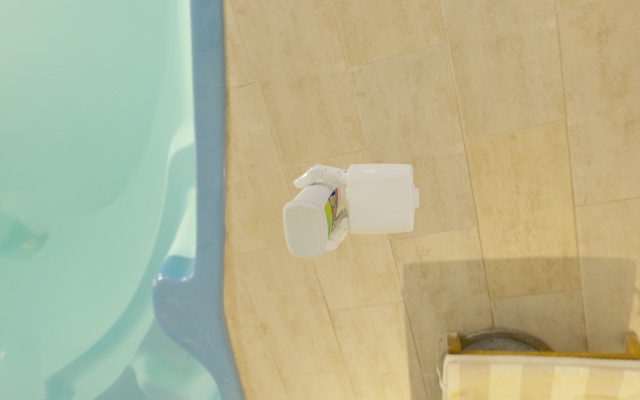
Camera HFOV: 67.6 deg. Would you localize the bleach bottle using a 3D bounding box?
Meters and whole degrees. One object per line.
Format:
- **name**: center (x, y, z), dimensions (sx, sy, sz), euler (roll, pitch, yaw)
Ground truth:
- **bleach bottle**: center (0.000, 0.003, 0.859), dimensions (0.068, 0.103, 0.250), euler (1, 23, 13)
